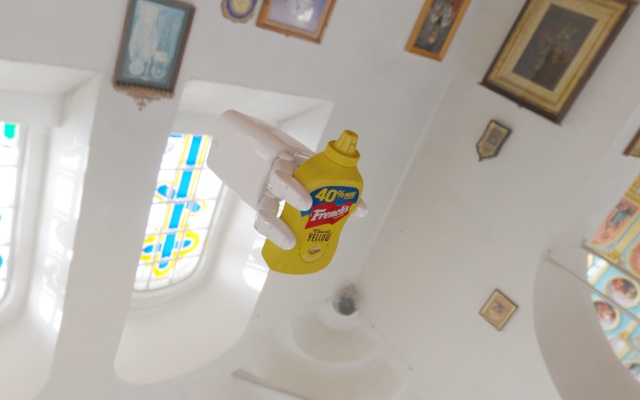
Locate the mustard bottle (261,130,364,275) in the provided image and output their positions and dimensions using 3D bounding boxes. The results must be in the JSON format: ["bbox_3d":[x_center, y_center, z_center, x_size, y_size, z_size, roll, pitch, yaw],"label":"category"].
[{"bbox_3d":[0.000,0.002,0.578,0.096,0.192,0.058,3,34,-35],"label":"mustard bottle"}]
